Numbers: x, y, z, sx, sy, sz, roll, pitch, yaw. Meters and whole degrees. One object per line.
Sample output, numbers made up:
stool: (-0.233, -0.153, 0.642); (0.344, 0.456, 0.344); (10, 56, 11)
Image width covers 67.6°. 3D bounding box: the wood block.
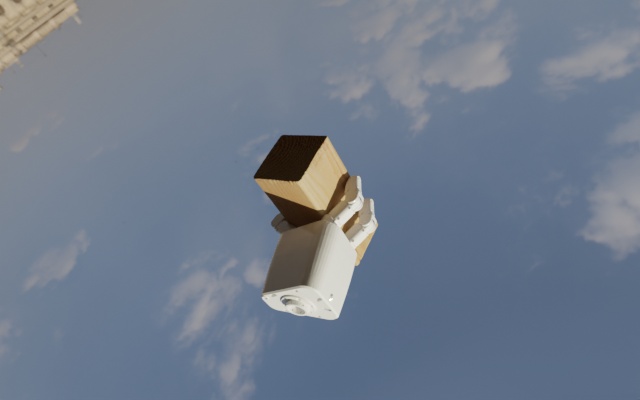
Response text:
wood block: (0.000, 0.003, 0.740); (0.091, 0.090, 0.206); (7, -35, 37)
